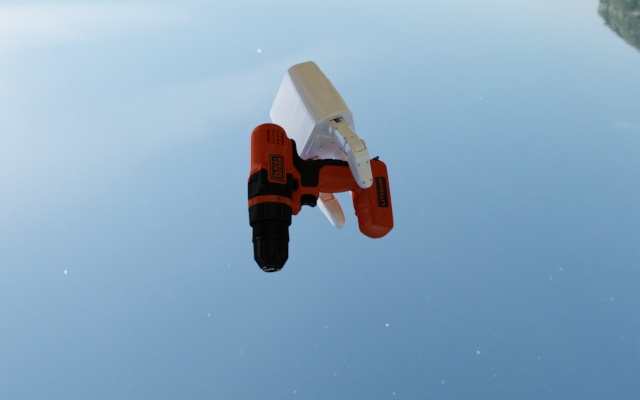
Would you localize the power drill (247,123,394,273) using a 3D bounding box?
[{"bbox_3d":[0.000,0.002,0.594,0.187,0.184,0.057,8,-23,-29],"label":"power drill"}]
